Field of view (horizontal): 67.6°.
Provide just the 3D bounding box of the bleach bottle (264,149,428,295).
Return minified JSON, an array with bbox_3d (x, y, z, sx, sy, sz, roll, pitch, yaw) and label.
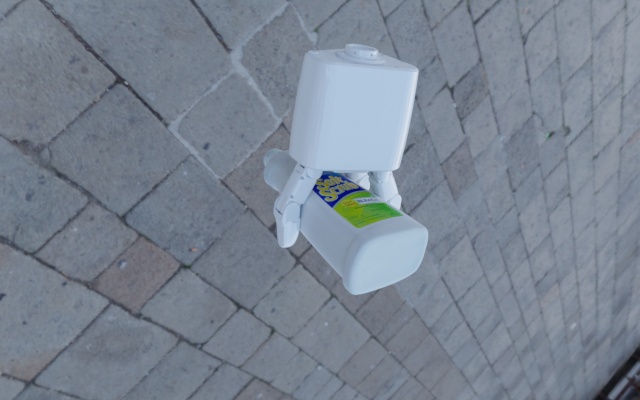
[{"bbox_3d":[0.000,0.002,0.546,0.102,0.068,0.250,-11,33,-34],"label":"bleach bottle"}]
